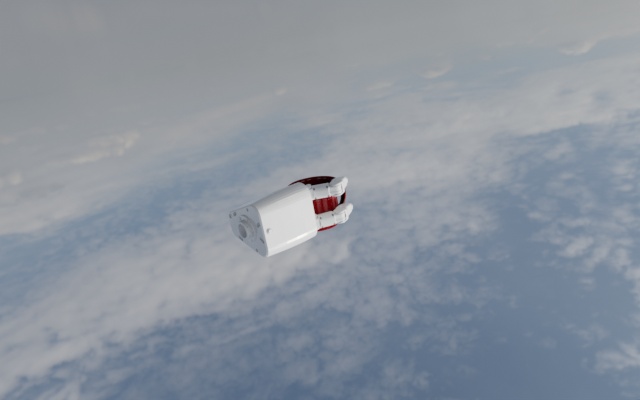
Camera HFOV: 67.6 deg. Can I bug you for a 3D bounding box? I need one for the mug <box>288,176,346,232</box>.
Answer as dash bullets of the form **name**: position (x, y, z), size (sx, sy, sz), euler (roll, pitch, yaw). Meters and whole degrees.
- **mug**: position (0.001, 0.003, 0.884), size (0.117, 0.081, 0.093), euler (-23, 22, -36)
